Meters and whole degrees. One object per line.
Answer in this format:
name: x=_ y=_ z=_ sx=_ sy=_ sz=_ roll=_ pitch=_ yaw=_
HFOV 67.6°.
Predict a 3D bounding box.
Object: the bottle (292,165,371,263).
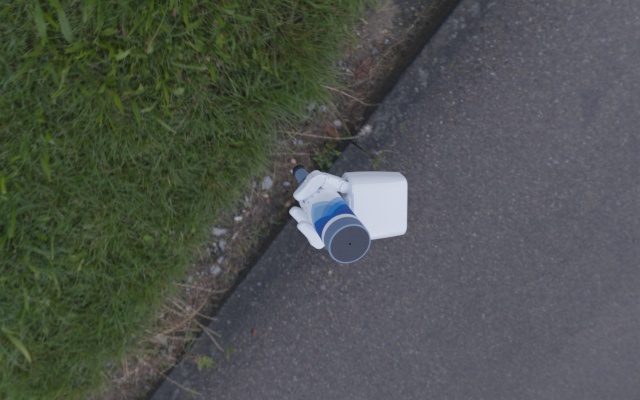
bottle: x=0.000 y=0.003 z=0.828 sx=0.069 sy=0.069 sz=0.295 roll=0 pitch=25 yaw=-19
